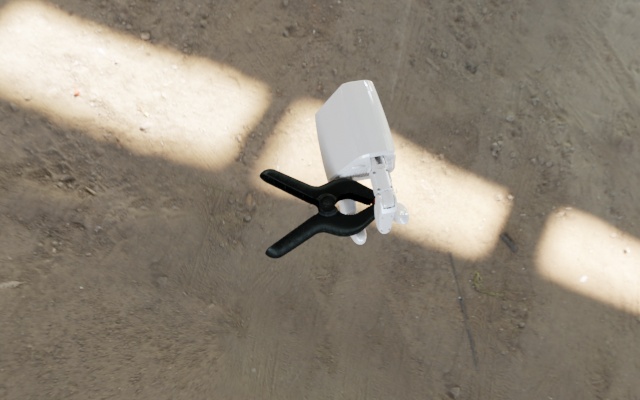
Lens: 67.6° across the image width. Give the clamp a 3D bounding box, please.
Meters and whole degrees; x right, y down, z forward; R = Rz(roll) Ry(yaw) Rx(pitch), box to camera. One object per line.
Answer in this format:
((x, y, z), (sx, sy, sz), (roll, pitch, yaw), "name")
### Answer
((0.000, 0.002, 0.628), (0.171, 0.120, 0.039), (-12, -14, -12), "clamp")
